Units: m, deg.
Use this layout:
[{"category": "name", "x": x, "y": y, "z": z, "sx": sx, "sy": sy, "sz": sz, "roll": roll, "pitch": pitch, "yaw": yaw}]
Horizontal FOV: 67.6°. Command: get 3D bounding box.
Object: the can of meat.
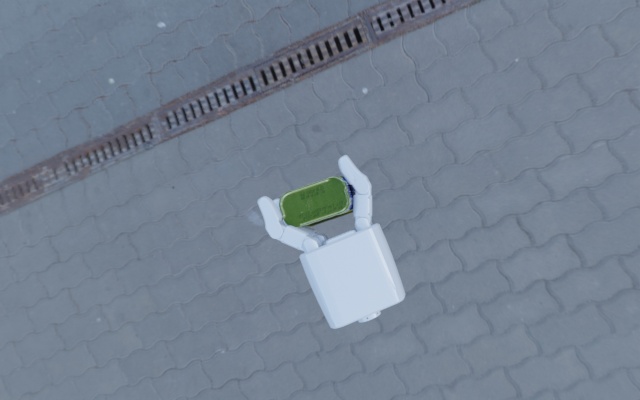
[{"category": "can of meat", "x": 0.000, "y": 0.002, "z": 0.668, "sx": 0.102, "sy": 0.057, "sz": 0.084, "roll": -19, "pitch": -3, "yaw": 12}]
